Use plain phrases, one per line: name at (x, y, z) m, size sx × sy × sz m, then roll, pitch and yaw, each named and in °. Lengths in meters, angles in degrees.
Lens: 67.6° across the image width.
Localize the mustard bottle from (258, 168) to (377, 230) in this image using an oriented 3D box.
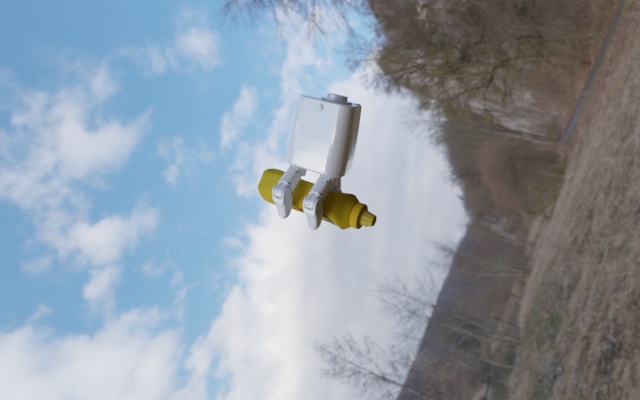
mustard bottle at (0.000, 0.003, 0.763) m, size 0.191 × 0.058 × 0.096 m, roll 19°, pitch -8°, yaw 25°
